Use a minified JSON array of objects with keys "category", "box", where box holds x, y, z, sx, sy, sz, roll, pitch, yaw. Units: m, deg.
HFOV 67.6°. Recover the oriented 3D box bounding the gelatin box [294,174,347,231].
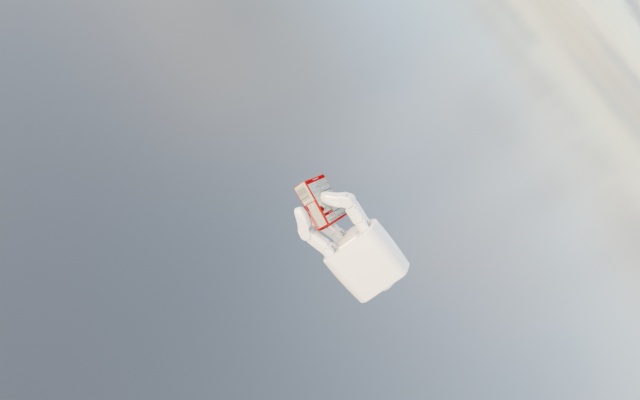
[{"category":"gelatin box","box":[0.000,0.002,0.847,0.030,0.089,0.073,-30,-1,31]}]
